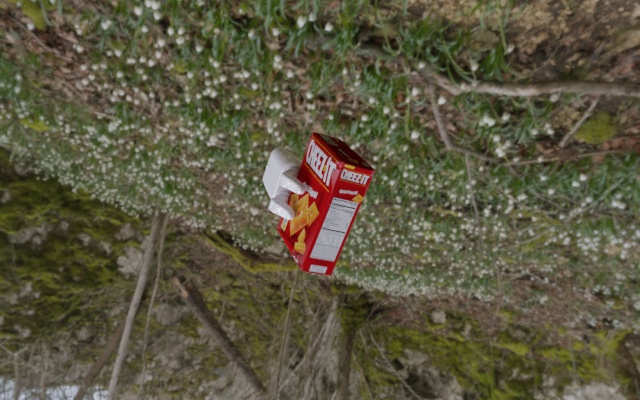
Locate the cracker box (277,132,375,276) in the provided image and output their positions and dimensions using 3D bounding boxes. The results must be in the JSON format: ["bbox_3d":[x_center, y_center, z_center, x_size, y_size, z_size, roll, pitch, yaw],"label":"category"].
[{"bbox_3d":[0.000,0.003,0.878,0.072,0.214,0.164,12,20,-26],"label":"cracker box"}]
